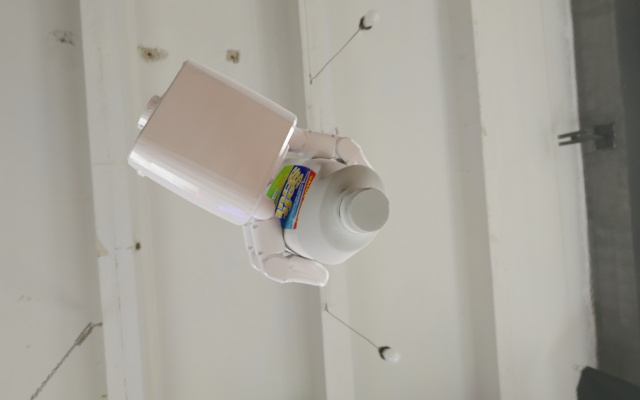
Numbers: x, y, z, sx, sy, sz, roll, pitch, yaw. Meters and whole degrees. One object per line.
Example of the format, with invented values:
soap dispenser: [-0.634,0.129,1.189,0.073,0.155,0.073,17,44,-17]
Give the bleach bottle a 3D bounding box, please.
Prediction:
bleach bottle: [0.000,0.002,0.428,0.068,0.102,0.251,28,-9,-14]
